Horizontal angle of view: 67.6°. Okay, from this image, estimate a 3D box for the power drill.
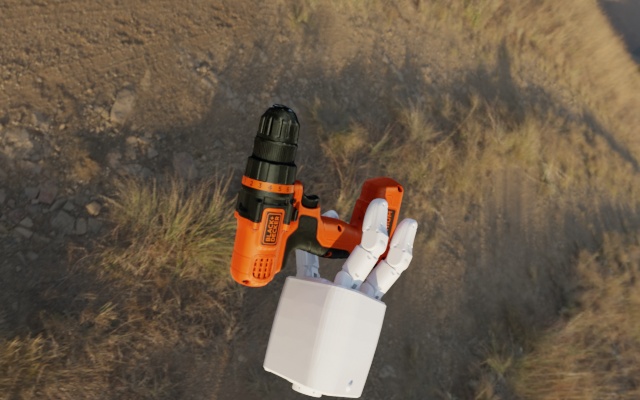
[{"bbox_3d":[0.000,0.002,0.518,0.187,0.184,0.057,6,12,-33],"label":"power drill"}]
